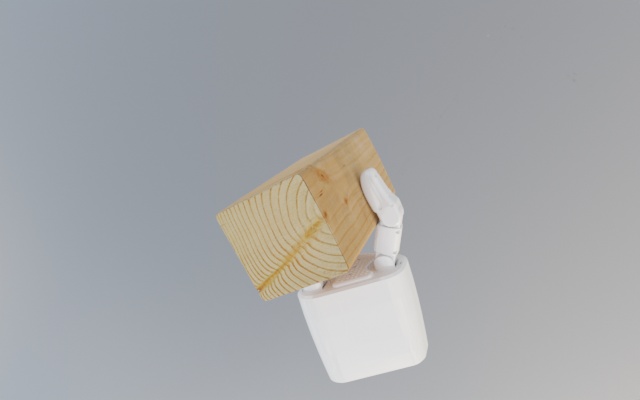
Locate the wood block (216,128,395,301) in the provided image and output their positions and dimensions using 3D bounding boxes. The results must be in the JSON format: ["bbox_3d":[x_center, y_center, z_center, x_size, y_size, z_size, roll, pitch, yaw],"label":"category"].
[{"bbox_3d":[0.000,0.002,0.480,0.091,0.090,0.206,-24,9,25],"label":"wood block"}]
